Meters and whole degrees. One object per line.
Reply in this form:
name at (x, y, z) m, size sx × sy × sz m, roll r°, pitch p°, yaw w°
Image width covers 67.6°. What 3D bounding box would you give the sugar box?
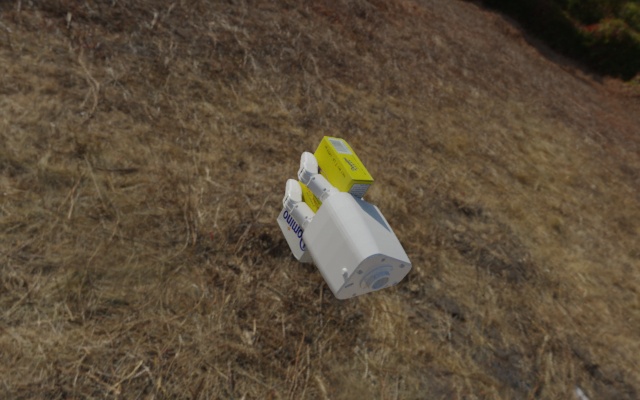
sugar box at (0.000, 0.002, 0.706) m, size 0.048 × 0.176 × 0.093 m, roll 3°, pitch 43°, yaw -39°
